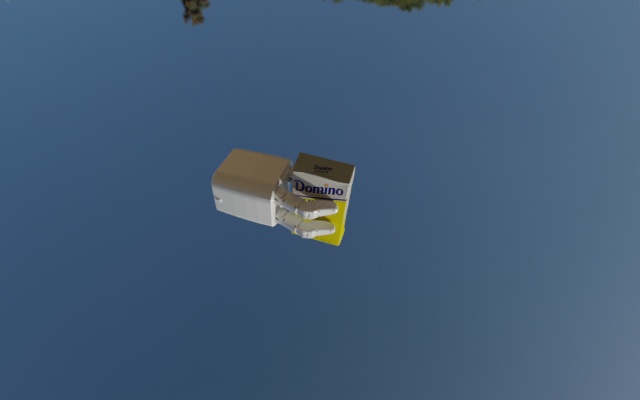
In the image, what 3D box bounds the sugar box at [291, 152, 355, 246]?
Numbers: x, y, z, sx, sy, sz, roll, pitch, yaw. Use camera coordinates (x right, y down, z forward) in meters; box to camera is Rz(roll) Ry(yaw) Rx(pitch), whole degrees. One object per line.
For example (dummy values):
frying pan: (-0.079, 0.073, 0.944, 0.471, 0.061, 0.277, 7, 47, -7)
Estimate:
sugar box: (0.000, 0.003, 0.796, 0.093, 0.048, 0.176, 14, -35, 7)
